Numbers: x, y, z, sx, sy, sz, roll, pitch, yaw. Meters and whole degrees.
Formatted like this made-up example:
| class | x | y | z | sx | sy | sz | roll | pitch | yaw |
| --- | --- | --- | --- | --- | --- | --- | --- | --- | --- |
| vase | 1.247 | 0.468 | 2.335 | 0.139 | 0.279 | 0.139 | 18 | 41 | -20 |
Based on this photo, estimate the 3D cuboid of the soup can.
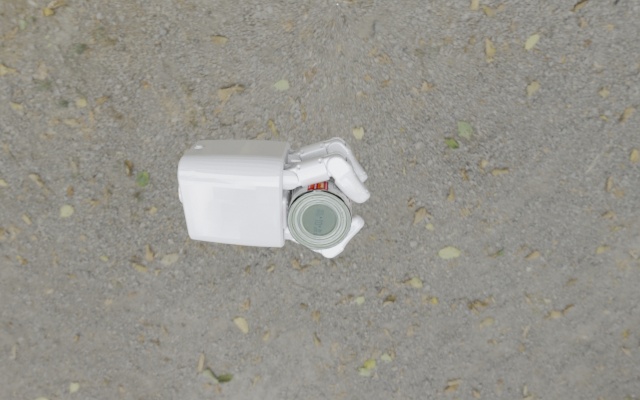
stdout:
| class | x | y | z | sx | sy | sz | roll | pitch | yaw |
| --- | --- | --- | --- | --- | --- | --- | --- | --- | --- |
| soup can | 0.001 | 0.002 | 0.523 | 0.068 | 0.068 | 0.102 | 0 | 22 | 2 |
